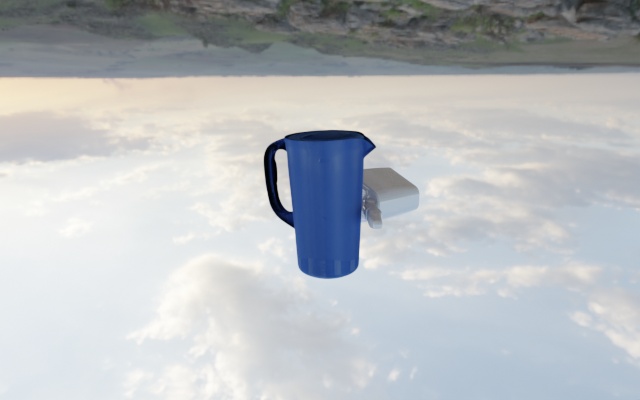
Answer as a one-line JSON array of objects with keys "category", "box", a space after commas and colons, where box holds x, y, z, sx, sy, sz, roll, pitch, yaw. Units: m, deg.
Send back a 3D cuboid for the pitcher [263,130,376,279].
[{"category": "pitcher", "box": [0.000, 0.003, 0.810, 0.145, 0.243, 0.149, -11, 18, -33]}]
